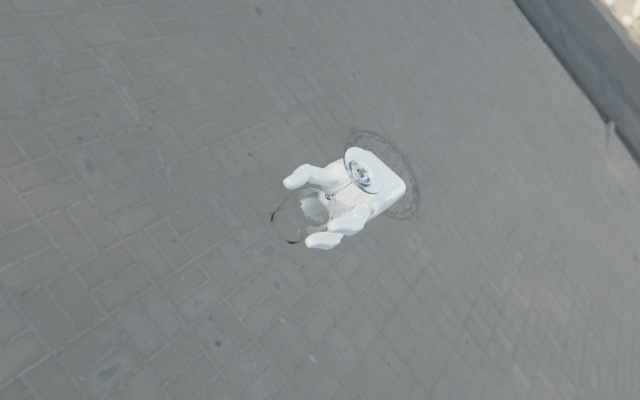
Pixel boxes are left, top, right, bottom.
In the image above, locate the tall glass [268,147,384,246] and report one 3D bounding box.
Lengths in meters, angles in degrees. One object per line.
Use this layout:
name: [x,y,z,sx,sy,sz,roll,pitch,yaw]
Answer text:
tall glass: [0.000,0.002,0.722,0.079,0.079,0.201,0,-27,-43]
